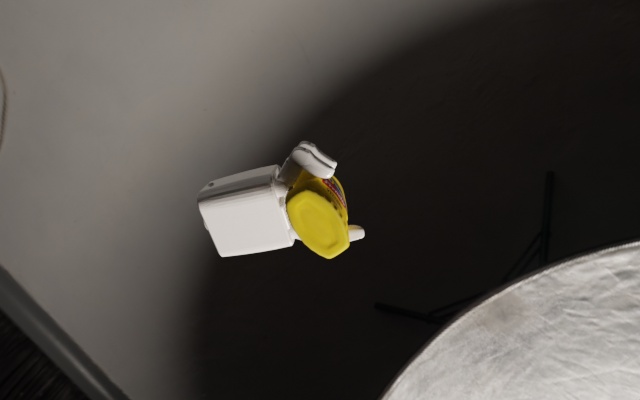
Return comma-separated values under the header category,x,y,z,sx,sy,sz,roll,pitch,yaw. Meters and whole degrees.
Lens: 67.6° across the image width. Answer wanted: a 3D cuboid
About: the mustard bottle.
category,x,y,z,sx,sy,sz,roll,pitch,yaw
mustard bottle,0.000,0.002,0.655,0.058,0.096,0.191,-36,12,12
